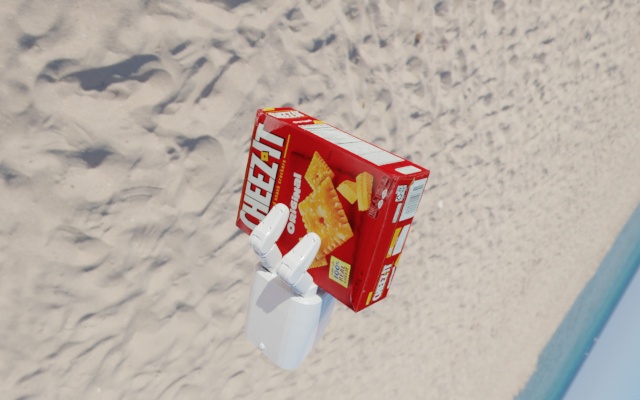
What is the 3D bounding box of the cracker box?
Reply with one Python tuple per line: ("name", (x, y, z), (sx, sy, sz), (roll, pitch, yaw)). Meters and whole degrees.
("cracker box", (0.000, 0.002, 0.561), (0.213, 0.164, 0.072), (30, 27, 33))
